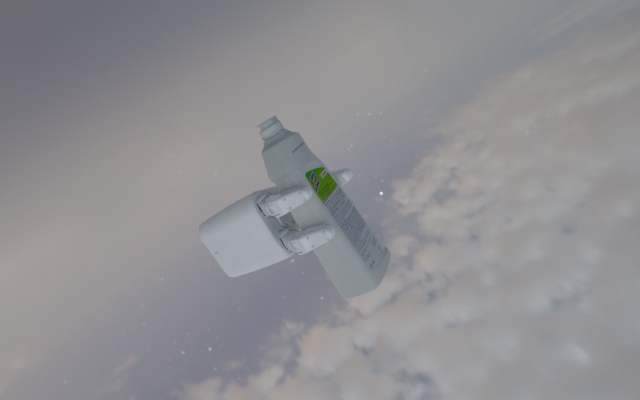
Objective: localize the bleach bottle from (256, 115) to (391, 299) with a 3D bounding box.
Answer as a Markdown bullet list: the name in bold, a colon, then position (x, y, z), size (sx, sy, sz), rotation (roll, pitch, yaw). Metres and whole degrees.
- **bleach bottle**: position (0.000, 0.002, 0.624), size (0.068, 0.251, 0.102), rotation (-25, 14, 27)
